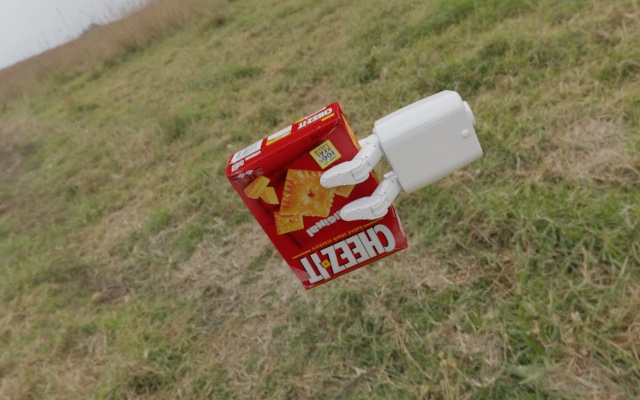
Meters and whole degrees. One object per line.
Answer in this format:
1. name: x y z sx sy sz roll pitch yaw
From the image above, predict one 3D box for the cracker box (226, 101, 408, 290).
1. cracker box: 0.000 0.002 0.641 0.164 0.214 0.072 -25 27 13
